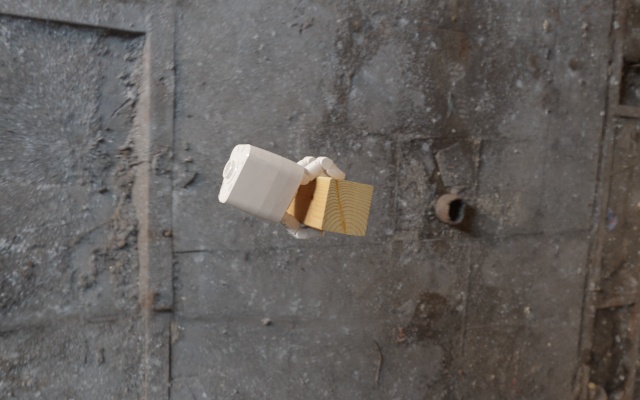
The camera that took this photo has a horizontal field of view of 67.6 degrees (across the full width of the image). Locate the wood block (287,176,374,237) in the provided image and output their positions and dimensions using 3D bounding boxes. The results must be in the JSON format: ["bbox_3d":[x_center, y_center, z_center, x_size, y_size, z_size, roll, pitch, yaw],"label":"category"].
[{"bbox_3d":[0.000,0.003,0.893,0.090,0.091,0.206,10,1,-27],"label":"wood block"}]
